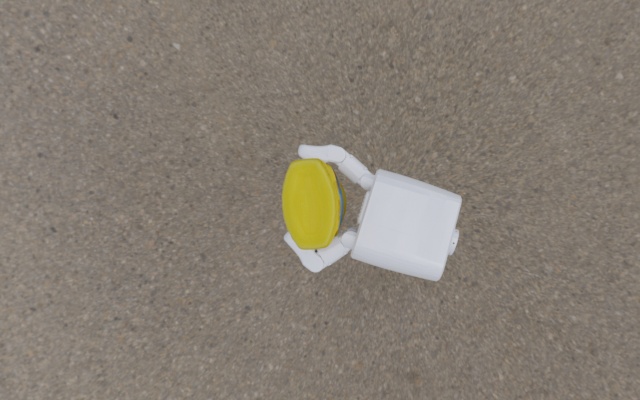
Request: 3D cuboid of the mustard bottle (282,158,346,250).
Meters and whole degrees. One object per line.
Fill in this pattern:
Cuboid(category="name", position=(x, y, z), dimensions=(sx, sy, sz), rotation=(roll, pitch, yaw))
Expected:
Cuboid(category="mustard bottle", position=(0.000, 0.002, 0.585), dimensions=(0.058, 0.096, 0.191), rotation=(-7, 0, 8))
